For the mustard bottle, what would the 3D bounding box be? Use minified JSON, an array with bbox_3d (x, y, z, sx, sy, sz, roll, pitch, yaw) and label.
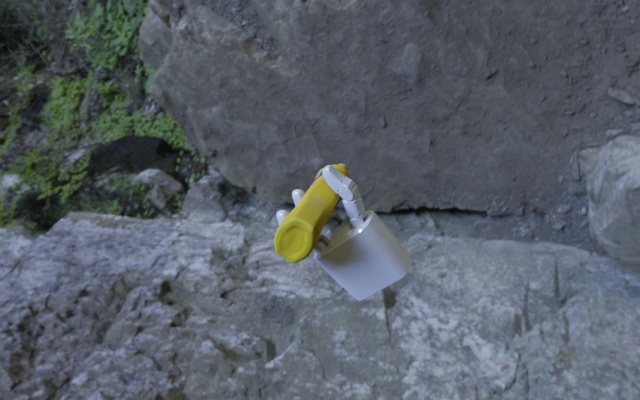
[{"bbox_3d":[0.000,0.002,0.728,0.058,0.096,0.191,31,45,4],"label":"mustard bottle"}]
